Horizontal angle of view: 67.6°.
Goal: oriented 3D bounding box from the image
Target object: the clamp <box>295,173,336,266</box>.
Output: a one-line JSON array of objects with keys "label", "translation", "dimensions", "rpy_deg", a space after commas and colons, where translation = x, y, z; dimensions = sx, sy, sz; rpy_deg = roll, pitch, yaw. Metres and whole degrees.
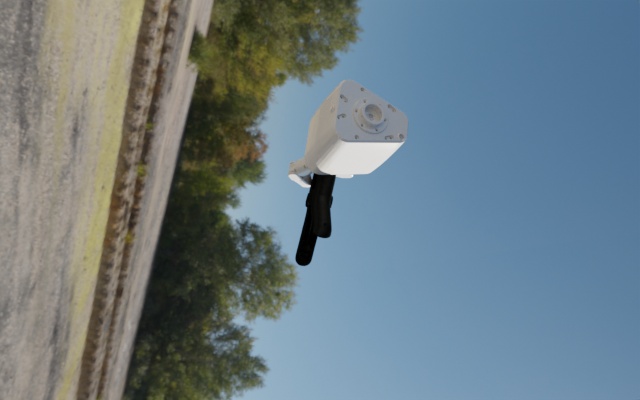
[{"label": "clamp", "translation": [0.001, 0.002, 0.690], "dimensions": [0.039, 0.171, 0.120], "rpy_deg": [15, -22, -17]}]
